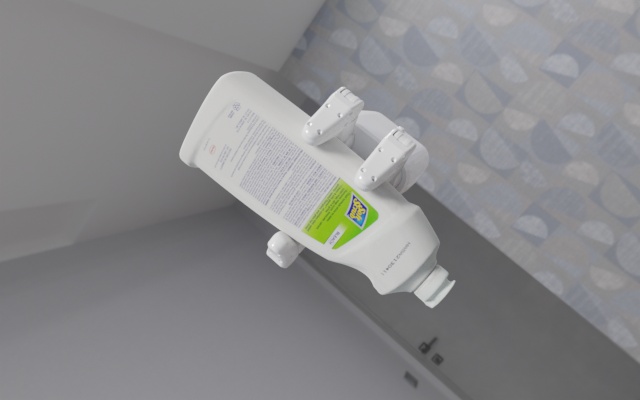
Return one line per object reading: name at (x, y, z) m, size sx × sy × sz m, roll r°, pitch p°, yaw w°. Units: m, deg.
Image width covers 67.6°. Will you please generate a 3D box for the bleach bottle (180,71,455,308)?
bleach bottle at (0.000, 0.001, 0.407) m, size 0.251 × 0.103 × 0.068 m, roll 40°, pitch 26°, yaw 11°
